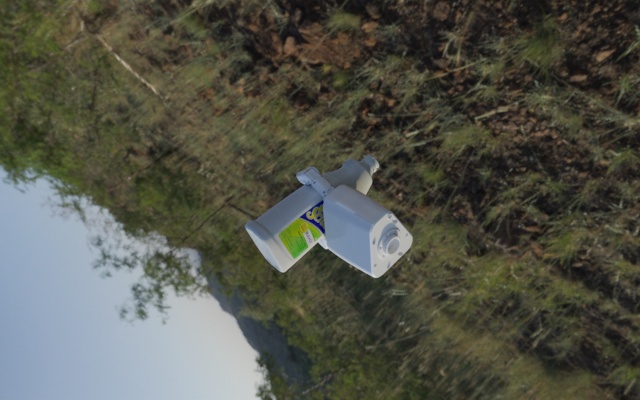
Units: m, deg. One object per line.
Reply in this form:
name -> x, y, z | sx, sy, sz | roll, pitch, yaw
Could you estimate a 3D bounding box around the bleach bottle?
bleach bottle -> 0.000, 0.003, 0.801 | 0.250, 0.103, 0.068 | -41, 41, -18
